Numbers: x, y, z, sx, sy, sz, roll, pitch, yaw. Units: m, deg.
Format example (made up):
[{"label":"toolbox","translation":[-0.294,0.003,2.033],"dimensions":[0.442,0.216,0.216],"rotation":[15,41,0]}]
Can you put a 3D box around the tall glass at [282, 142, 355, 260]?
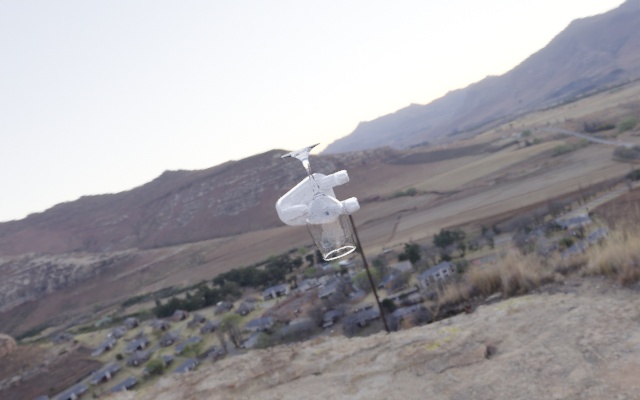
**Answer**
[{"label":"tall glass","translation":[0.000,0.002,0.857],"dimensions":[0.079,0.201,0.079],"rotation":[-20,4,1]}]
